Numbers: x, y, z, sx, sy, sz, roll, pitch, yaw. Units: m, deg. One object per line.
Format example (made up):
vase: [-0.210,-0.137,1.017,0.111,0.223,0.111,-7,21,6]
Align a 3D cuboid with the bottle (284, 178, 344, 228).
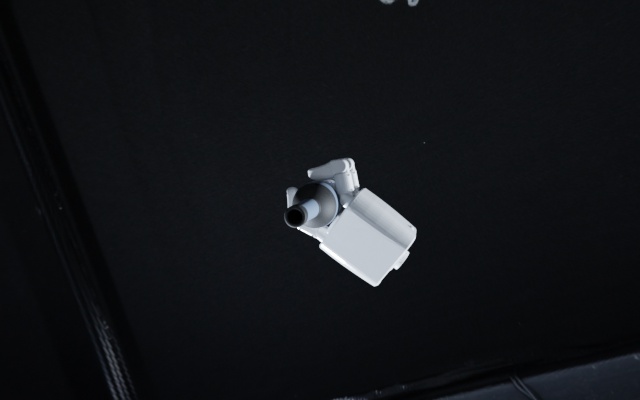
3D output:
bottle: [0.000,0.002,0.718,0.069,0.069,0.295,0,7,12]
